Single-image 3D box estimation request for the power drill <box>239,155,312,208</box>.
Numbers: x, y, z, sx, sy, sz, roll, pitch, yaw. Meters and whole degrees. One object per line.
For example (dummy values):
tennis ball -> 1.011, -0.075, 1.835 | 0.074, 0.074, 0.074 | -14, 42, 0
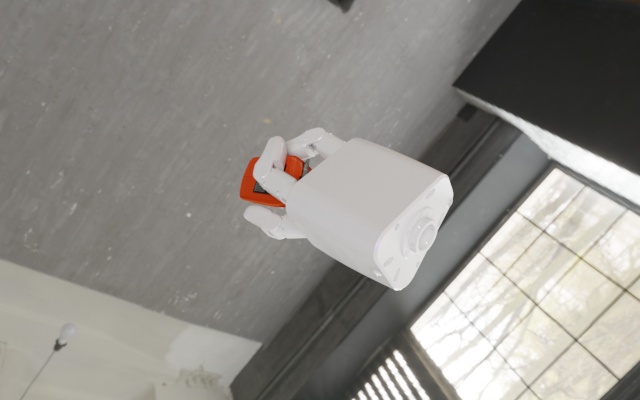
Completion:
power drill -> 0.000, 0.002, 0.583 | 0.188, 0.057, 0.184 | 20, -10, -36
